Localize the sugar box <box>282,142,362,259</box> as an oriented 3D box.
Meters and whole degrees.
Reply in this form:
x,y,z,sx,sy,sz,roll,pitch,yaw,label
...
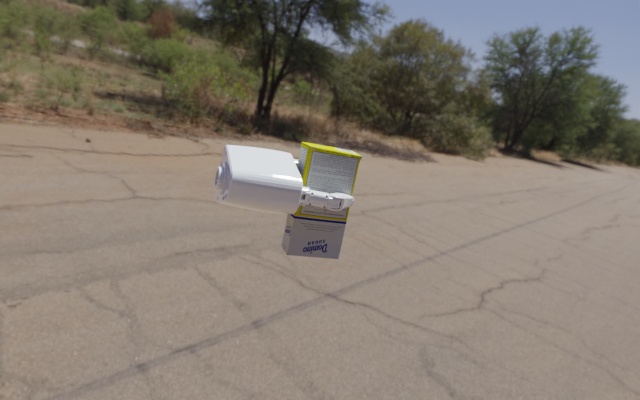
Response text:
x,y,z,sx,sy,sz,roll,pitch,yaw,label
0.000,0.002,0.763,0.093,0.176,0.048,8,14,-22,sugar box
